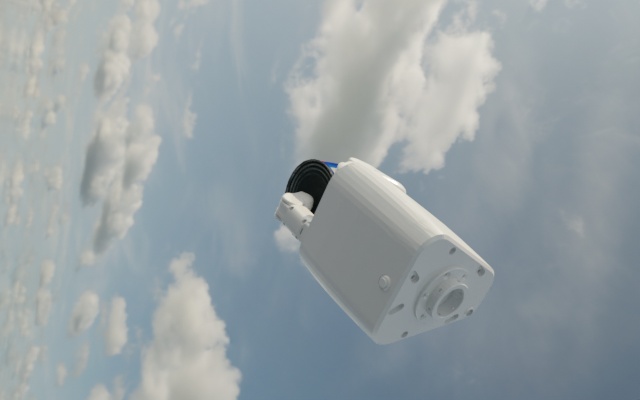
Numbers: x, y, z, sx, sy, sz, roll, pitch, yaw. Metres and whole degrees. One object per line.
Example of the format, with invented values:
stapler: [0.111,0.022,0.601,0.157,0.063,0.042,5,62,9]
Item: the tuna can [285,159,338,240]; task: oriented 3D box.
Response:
tuna can: [0.000,0.002,0.494,0.034,0.086,0.086,5,-3,-39]
